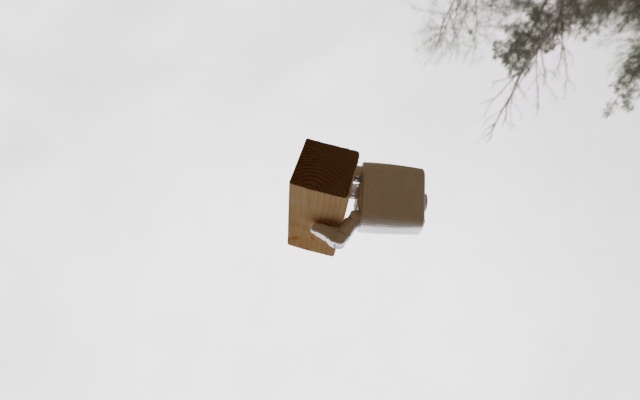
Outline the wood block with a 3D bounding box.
[{"bbox_3d":[0.000,0.003,0.801,0.090,0.090,0.206,15,-31,4],"label":"wood block"}]
